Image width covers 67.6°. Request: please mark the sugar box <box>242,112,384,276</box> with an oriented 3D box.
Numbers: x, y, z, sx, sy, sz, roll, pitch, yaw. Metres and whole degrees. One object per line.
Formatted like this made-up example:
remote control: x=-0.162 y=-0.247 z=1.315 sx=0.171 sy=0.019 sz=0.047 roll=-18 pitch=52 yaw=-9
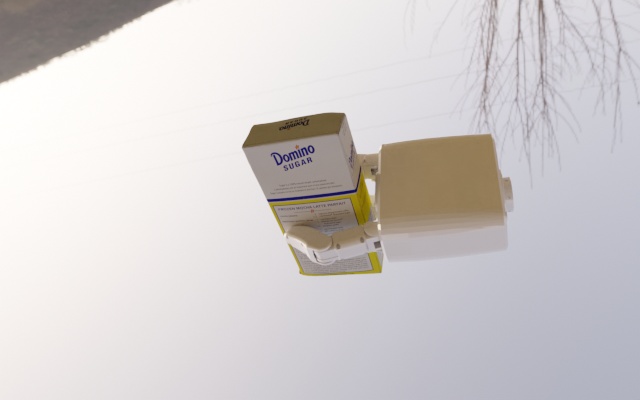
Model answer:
sugar box: x=0.000 y=0.001 z=0.470 sx=0.093 sy=0.176 sz=0.048 roll=-5 pitch=37 yaw=18
